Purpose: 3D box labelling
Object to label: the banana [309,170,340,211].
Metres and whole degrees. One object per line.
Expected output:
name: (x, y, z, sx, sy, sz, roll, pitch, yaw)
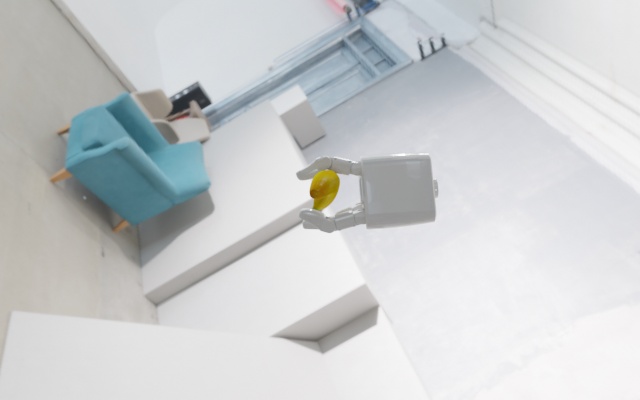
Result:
banana: (0.007, -0.014, 0.740, 0.037, 0.069, 0.198, 20, -12, 4)
